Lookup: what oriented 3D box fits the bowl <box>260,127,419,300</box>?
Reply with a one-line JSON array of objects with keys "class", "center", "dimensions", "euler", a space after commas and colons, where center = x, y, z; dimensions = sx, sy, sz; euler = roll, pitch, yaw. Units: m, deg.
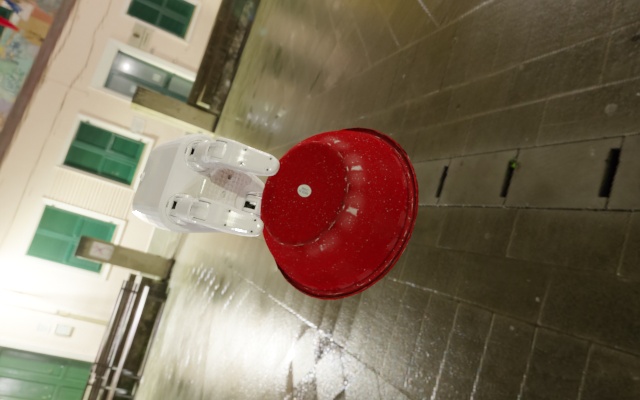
[{"class": "bowl", "center": [0.001, 0.001, 0.413], "dimensions": [0.162, 0.162, 0.055], "euler": [0, -17, 37]}]
